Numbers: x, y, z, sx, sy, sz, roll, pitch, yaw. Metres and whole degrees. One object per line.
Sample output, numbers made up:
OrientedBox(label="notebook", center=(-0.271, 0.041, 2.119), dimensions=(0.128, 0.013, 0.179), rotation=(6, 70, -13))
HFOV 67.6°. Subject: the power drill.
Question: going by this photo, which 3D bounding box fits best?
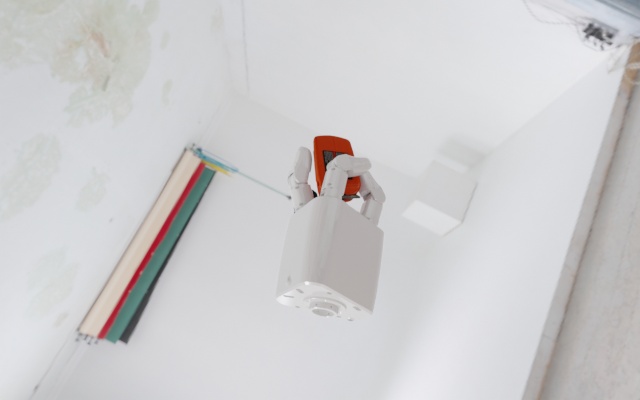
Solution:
OrientedBox(label="power drill", center=(0.000, 0.002, 0.681), dimensions=(0.057, 0.184, 0.188), rotation=(2, -45, -13))
